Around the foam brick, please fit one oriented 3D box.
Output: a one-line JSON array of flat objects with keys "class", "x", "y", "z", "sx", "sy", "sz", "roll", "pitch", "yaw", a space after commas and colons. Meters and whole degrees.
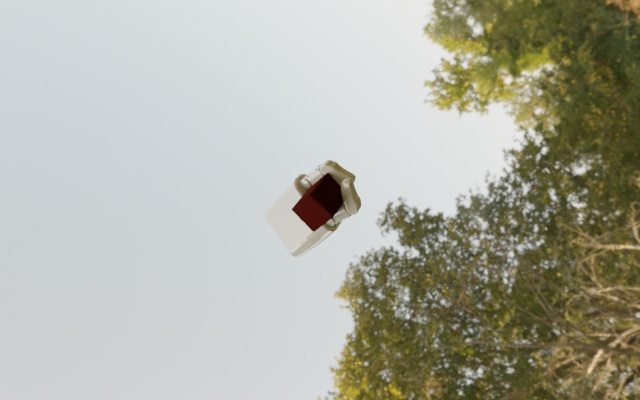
[{"class": "foam brick", "x": 0.000, "y": 0.003, "z": 0.770, "sx": 0.051, "sy": 0.053, "sz": 0.078, "roll": -39, "pitch": 8, "yaw": 36}]
